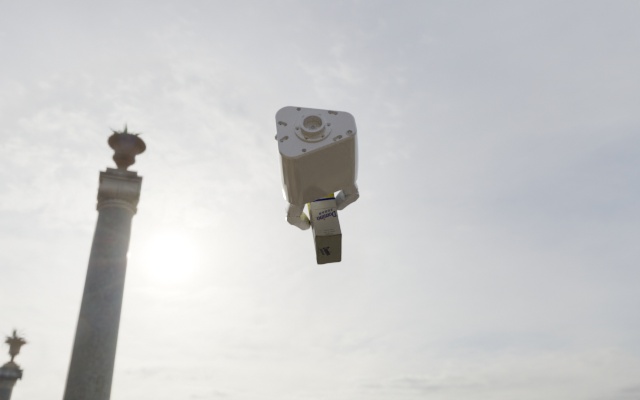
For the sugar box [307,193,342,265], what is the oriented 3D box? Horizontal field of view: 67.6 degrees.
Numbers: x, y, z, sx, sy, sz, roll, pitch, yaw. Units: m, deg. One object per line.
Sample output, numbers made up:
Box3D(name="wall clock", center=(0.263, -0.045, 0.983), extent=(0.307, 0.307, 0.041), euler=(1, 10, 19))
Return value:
Box3D(name="sugar box", center=(0.000, 0.002, 0.755), extent=(0.048, 0.176, 0.093), euler=(-6, -33, -2))
